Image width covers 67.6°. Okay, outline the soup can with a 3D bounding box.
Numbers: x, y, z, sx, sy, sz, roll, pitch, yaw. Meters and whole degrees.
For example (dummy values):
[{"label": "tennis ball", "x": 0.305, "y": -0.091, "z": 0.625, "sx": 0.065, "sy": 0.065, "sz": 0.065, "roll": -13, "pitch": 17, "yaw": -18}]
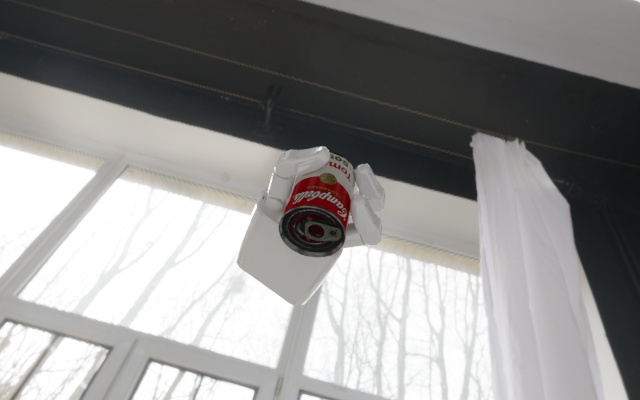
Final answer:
[{"label": "soup can", "x": 0.000, "y": 0.001, "z": 0.511, "sx": 0.068, "sy": 0.069, "sz": 0.102, "roll": 0, "pitch": 38, "yaw": 13}]
